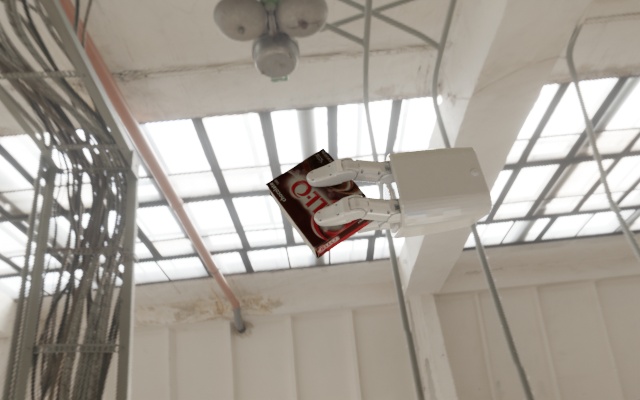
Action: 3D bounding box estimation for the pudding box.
[{"bbox_3d":[0.000,0.002,0.591,0.090,0.113,0.039,-33,-28,-14],"label":"pudding box"}]
